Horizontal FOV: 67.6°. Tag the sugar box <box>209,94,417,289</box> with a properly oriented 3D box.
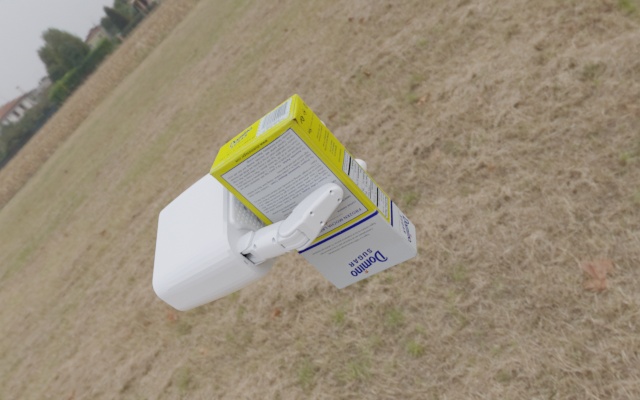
[{"bbox_3d":[0.000,0.001,0.424,0.093,0.048,0.176,-29,-56,27],"label":"sugar box"}]
